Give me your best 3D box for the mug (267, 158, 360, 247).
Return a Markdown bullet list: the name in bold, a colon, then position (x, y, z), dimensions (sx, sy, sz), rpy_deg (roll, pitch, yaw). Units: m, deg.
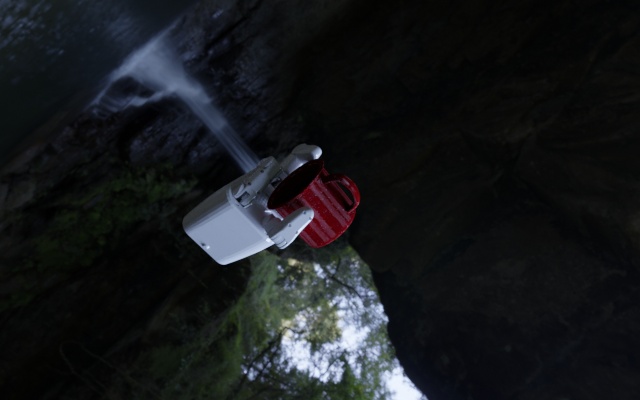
- **mug**: position (0.001, 0.002, 0.613), dimensions (0.117, 0.081, 0.093), rpy_deg (-25, 26, 36)
